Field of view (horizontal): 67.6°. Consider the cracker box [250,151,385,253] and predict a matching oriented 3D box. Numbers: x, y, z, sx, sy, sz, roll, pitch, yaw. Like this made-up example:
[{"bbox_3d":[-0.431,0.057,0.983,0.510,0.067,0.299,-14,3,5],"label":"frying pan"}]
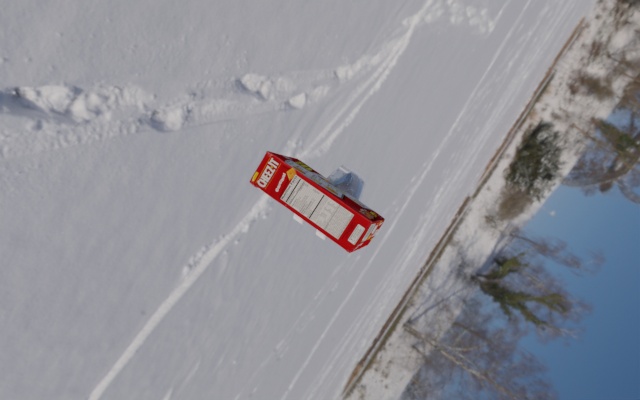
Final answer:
[{"bbox_3d":[0.000,0.003,0.847,0.213,0.072,0.164,34,8,12],"label":"cracker box"}]
